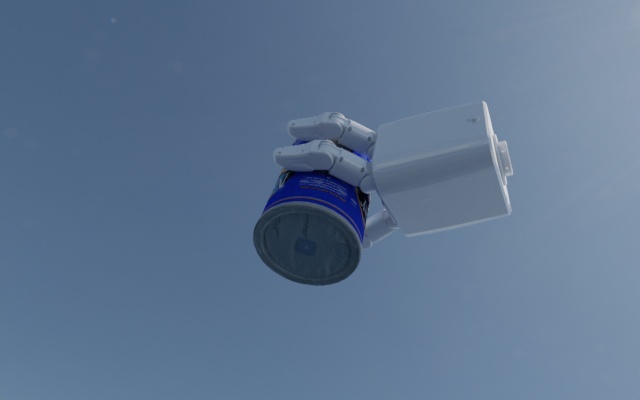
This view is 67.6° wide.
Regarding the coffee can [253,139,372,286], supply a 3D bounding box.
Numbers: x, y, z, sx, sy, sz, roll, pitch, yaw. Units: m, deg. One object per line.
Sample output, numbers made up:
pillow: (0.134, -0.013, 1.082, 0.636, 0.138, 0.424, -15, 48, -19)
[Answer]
coffee can: (0.000, 0.002, 0.494, 0.103, 0.103, 0.140, 0, 38, 14)
